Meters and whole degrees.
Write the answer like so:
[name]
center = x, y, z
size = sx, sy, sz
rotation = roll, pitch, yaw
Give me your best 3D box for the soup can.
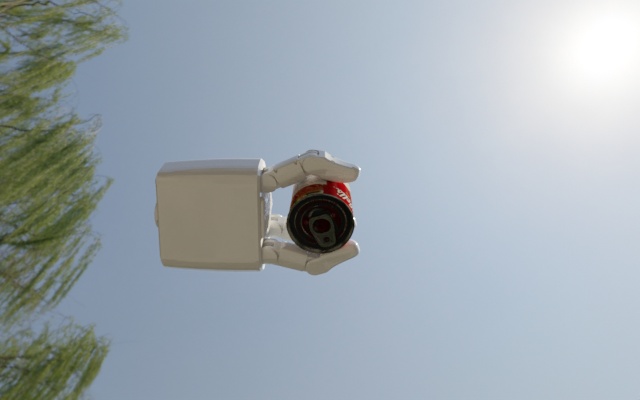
[soup can]
center = 0.001, 0.001, 0.516
size = 0.068, 0.068, 0.102
rotation = 0, 27, 0
